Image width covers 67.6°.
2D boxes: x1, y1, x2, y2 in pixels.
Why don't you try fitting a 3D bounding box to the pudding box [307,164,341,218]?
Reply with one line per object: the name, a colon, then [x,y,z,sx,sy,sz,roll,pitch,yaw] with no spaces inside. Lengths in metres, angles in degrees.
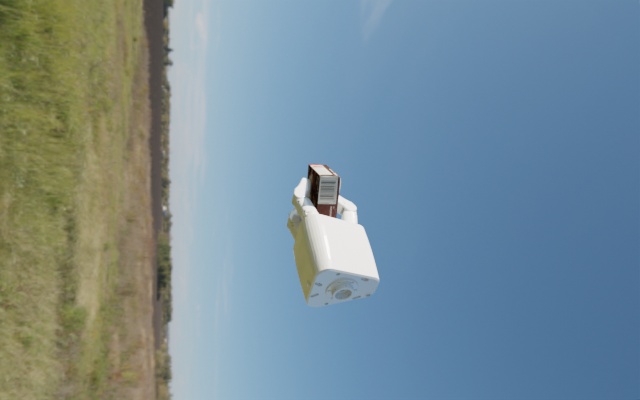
pudding box: [0.000,0.003,0.798,0.039,0.113,0.090,3,15,-15]
